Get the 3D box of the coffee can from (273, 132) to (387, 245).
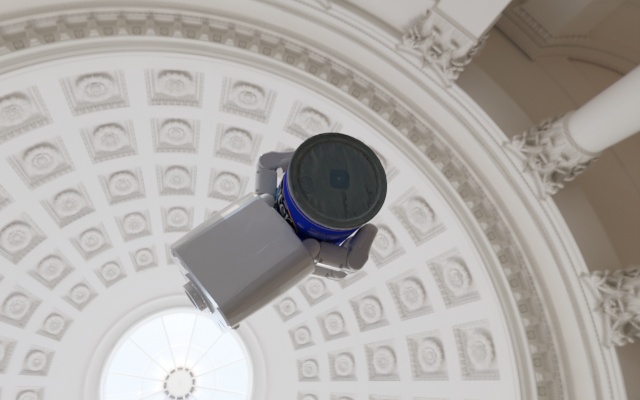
[{"bbox_3d":[0.000,0.002,0.531,0.103,0.102,0.140,0,-20,-16],"label":"coffee can"}]
